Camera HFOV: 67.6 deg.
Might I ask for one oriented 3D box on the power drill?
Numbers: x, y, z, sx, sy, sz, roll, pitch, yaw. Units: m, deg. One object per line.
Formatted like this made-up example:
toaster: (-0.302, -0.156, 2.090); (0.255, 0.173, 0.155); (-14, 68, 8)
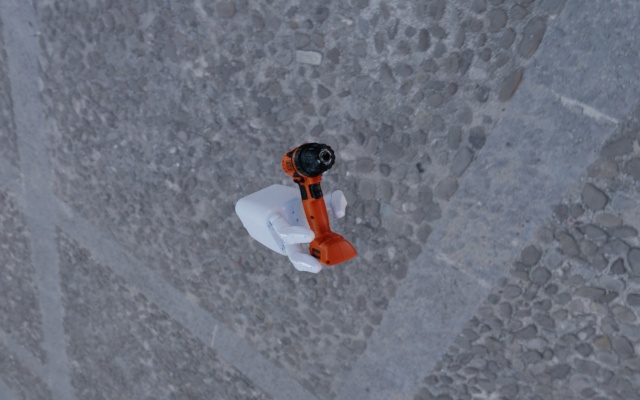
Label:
power drill: (0.000, 0.003, 0.741); (0.057, 0.187, 0.184); (-17, 7, -14)
